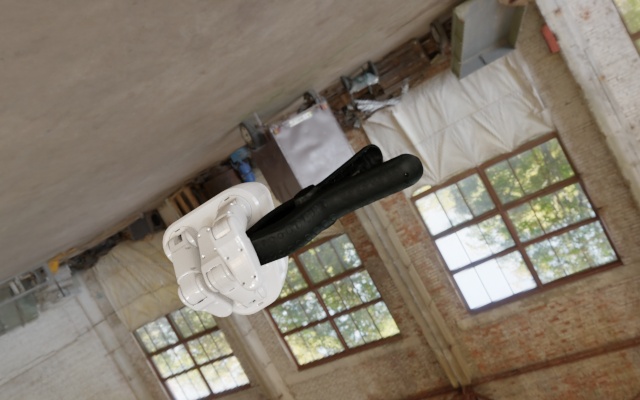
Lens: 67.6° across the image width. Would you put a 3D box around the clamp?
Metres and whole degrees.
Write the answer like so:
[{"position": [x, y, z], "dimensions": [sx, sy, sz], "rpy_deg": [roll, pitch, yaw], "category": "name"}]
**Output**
[{"position": [0.000, 0.002, 0.413], "dimensions": [0.171, 0.039, 0.120], "rpy_deg": [-28, 8, 6], "category": "clamp"}]
